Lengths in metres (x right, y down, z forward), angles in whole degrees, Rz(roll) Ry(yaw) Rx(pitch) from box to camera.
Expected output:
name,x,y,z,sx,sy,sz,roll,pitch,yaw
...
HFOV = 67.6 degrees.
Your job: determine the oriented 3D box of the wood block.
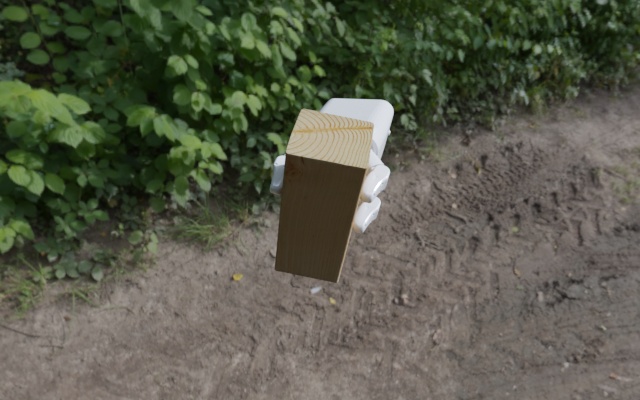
name,x,y,z,sx,sy,sz,roll,pitch,yaw
wood block,0.000,0.002,0.602,0.091,0.206,0.090,12,44,2
